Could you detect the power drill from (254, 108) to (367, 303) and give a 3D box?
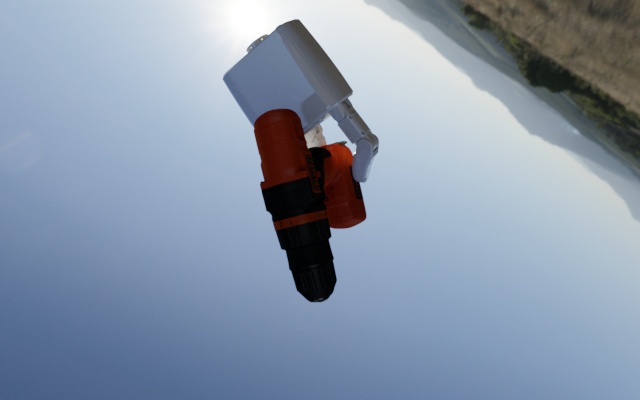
[{"bbox_3d":[0.000,0.001,0.513,0.057,0.184,0.187,-13,-2,17],"label":"power drill"}]
